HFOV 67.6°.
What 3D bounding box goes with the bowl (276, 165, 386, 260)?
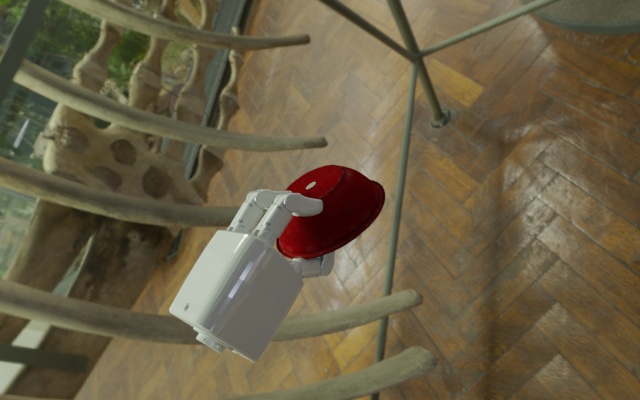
[{"bbox_3d":[0.000,0.001,0.621,0.162,0.055,0.162,-24,26,13],"label":"bowl"}]
